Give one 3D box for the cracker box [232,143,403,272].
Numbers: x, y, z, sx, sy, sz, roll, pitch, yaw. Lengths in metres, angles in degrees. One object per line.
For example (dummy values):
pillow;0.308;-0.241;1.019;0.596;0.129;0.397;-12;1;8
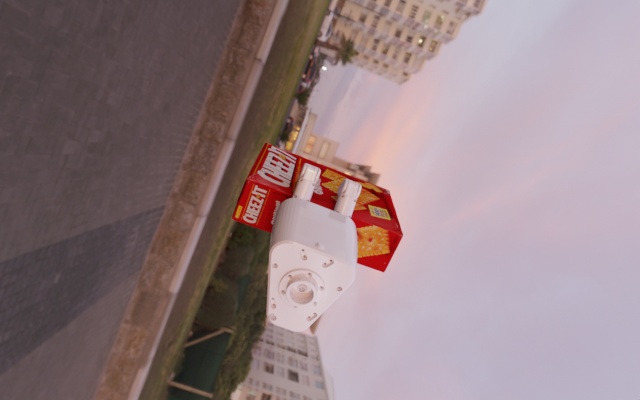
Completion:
cracker box;0.000;0.002;0.680;0.214;0.072;0.164;21;22;-7
